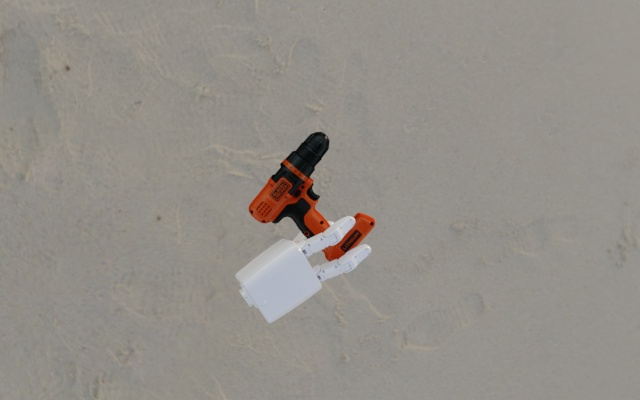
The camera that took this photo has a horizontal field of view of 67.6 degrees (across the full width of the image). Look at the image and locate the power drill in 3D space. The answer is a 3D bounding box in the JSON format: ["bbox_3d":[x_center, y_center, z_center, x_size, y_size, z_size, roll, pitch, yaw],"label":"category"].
[{"bbox_3d":[0.000,0.003,0.811,0.187,0.184,0.057,40,6,-7],"label":"power drill"}]
